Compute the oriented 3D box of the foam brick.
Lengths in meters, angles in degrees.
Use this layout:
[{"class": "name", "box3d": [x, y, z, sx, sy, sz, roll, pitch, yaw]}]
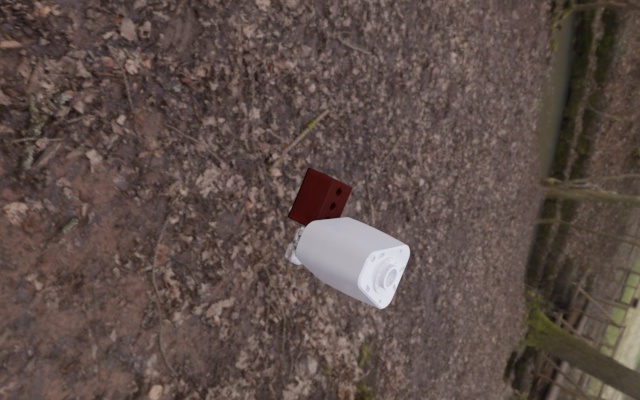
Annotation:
[{"class": "foam brick", "box3d": [0.000, 0.002, 0.680, 0.051, 0.078, 0.053, 22, -1, 39]}]
